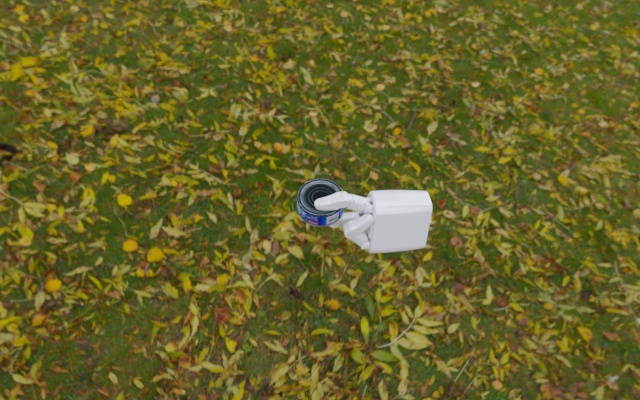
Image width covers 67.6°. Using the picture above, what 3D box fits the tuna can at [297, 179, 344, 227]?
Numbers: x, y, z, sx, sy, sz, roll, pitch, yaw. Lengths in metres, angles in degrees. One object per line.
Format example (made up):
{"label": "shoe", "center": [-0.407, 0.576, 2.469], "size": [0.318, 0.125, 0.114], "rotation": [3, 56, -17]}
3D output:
{"label": "tuna can", "center": [0.000, 0.002, 0.854], "size": [0.086, 0.086, 0.034], "rotation": [0, -37, -2]}
